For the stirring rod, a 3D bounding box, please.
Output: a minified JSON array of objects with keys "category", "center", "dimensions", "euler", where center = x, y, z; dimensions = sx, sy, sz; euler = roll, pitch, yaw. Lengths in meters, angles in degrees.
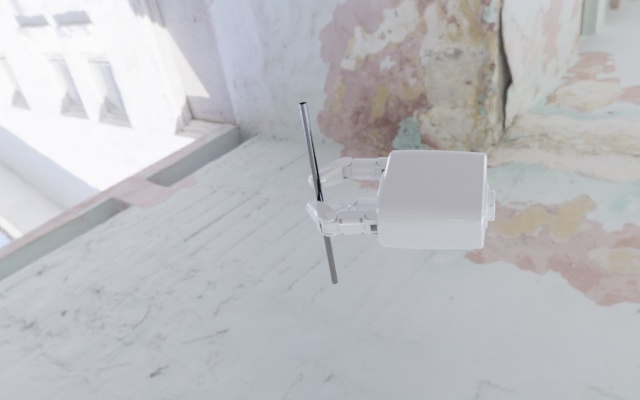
[{"category":"stirring rod","center":[0.000,0.002,0.558],"dimensions":[0.011,0.240,0.011],"euler":[-8,29,4]}]
